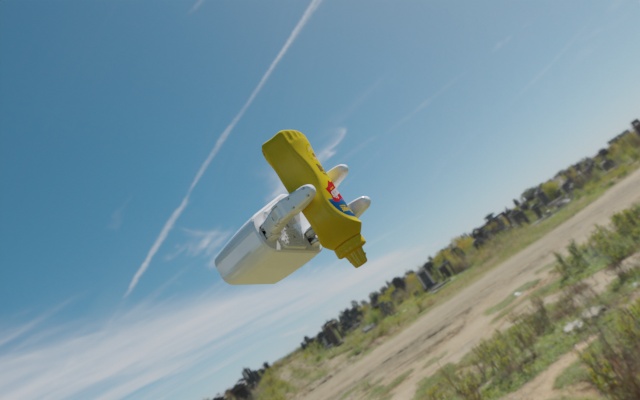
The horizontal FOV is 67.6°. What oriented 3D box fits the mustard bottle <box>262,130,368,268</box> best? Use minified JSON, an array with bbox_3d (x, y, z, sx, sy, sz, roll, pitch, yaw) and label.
[{"bbox_3d":[0.000,0.002,0.613,0.058,0.191,0.096,-35,-13,10],"label":"mustard bottle"}]
